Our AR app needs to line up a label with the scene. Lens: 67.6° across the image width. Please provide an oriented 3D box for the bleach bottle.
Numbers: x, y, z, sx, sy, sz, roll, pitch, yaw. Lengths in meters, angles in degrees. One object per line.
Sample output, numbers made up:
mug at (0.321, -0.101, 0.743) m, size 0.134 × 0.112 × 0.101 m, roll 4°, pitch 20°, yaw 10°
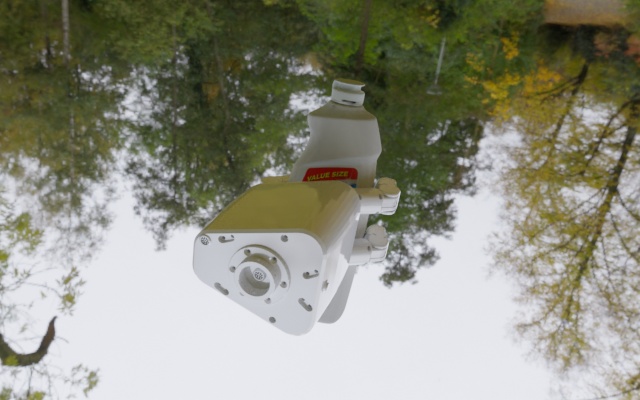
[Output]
bleach bottle at (0.000, 0.002, 0.493) m, size 0.102 × 0.251 × 0.068 m, roll 14°, pitch 23°, yaw 12°
